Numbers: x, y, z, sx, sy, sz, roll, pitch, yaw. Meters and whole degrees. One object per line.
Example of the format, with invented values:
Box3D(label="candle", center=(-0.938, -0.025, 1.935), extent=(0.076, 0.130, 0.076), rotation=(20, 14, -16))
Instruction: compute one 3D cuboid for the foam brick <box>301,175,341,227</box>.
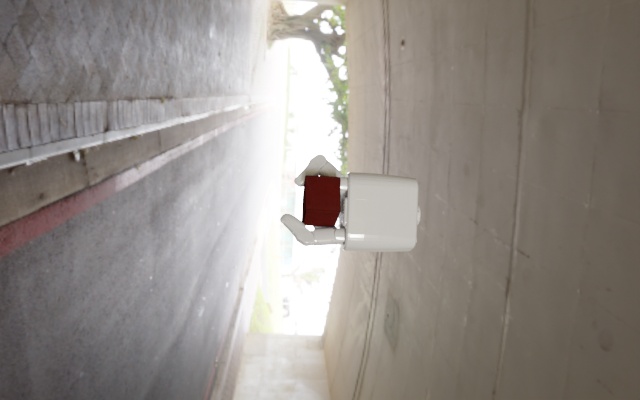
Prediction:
Box3D(label="foam brick", center=(0.000, 0.002, 0.692), extent=(0.051, 0.053, 0.078), rotation=(3, -19, -4))
